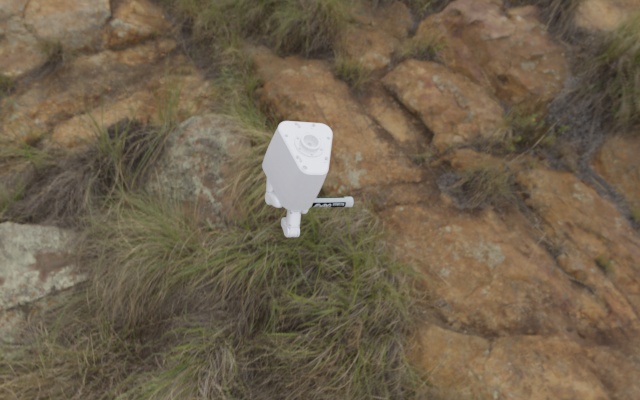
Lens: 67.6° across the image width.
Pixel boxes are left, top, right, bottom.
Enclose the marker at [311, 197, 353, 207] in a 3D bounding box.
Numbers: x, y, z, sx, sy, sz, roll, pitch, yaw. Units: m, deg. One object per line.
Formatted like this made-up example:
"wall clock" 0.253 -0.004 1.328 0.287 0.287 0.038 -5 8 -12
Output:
"marker" 0.000 0.003 0.845 0.121 0.020 0.020 0 0 -21
